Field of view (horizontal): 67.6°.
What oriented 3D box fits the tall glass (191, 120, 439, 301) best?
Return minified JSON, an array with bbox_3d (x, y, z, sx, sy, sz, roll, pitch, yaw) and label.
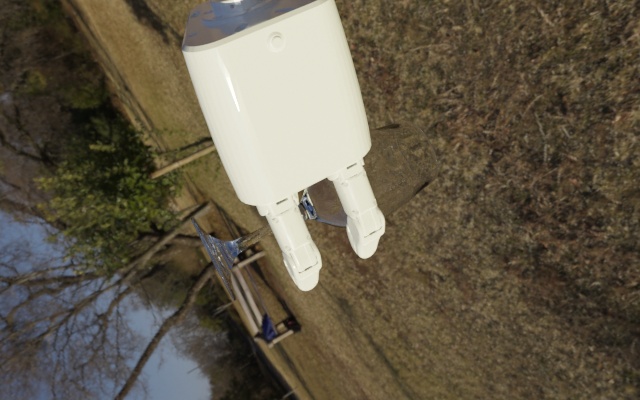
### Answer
[{"bbox_3d":[-0.001,0.002,0.401,0.201,0.079,0.079,-28,7,-14],"label":"tall glass"}]
